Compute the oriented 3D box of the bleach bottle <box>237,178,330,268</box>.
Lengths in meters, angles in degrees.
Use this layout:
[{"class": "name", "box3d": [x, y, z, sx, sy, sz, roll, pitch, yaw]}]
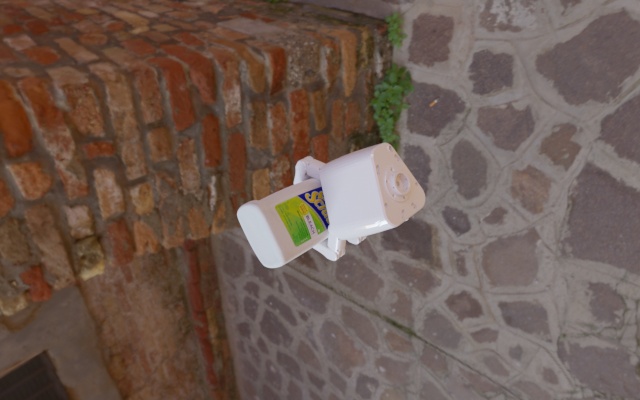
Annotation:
[{"class": "bleach bottle", "box3d": [0.000, 0.003, 0.730, 0.250, 0.102, 0.068, -31, 9, -39]}]
